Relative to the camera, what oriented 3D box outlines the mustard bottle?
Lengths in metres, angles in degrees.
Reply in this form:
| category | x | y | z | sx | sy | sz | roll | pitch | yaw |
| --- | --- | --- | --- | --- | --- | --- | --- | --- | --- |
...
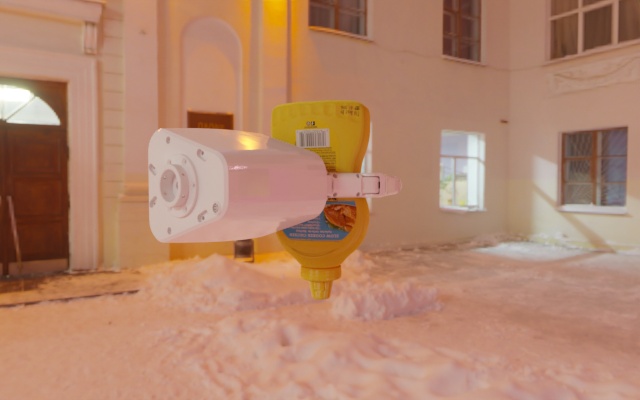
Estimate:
| category | x | y | z | sx | sy | sz | roll | pitch | yaw |
| --- | --- | --- | --- | --- | --- | --- | --- | --- | --- |
| mustard bottle | 0.000 | 0.001 | 0.472 | 0.096 | 0.191 | 0.058 | 0 | 2 | 16 |
